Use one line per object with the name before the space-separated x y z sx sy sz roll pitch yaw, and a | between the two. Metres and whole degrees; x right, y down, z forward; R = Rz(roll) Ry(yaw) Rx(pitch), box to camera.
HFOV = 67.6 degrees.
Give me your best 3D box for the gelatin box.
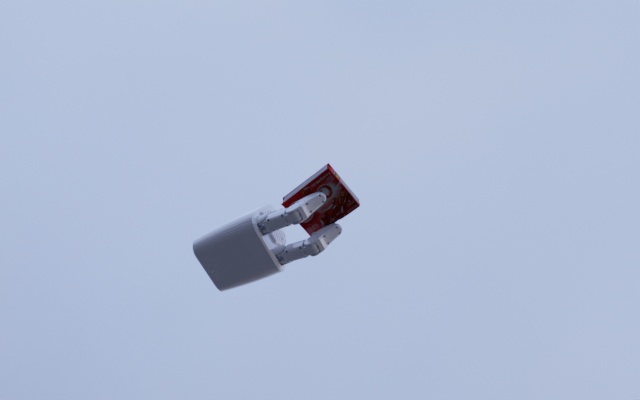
gelatin box | 0.000 0.002 0.686 0.089 0.073 0.030 -36 17 14
